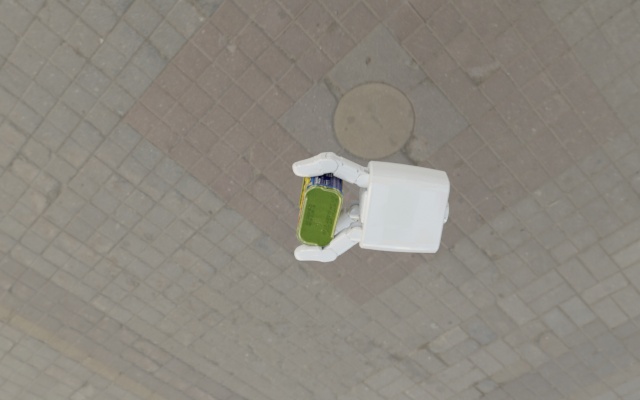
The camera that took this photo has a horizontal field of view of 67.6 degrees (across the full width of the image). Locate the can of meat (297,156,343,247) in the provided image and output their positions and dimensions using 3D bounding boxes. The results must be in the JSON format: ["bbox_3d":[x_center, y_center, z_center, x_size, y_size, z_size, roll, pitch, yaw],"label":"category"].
[{"bbox_3d":[0.000,0.002,0.668,0.057,0.102,0.084,10,32,-4],"label":"can of meat"}]
